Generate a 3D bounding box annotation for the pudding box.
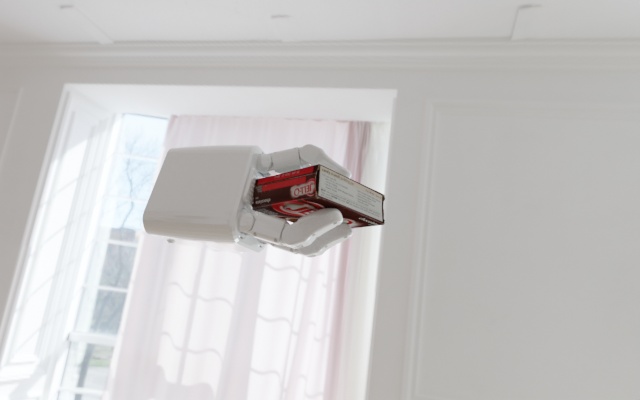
[{"bbox_3d":[0.000,0.001,0.498,0.090,0.039,0.113,-9,-19,41],"label":"pudding box"}]
